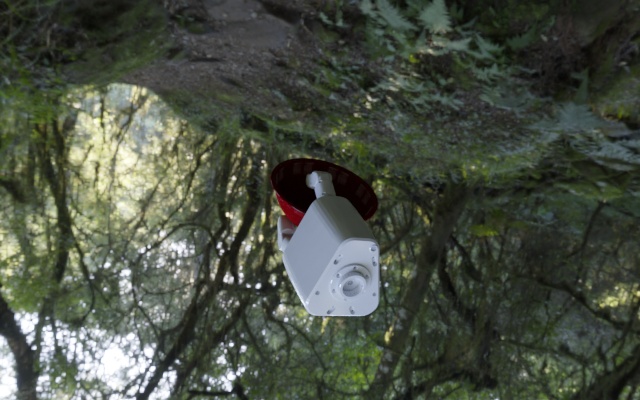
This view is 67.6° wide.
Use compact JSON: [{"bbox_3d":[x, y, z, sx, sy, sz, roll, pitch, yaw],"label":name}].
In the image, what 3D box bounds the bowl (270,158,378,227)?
[{"bbox_3d":[0.000,0.002,0.705,0.162,0.055,0.162,13,33,-9],"label":"bowl"}]
